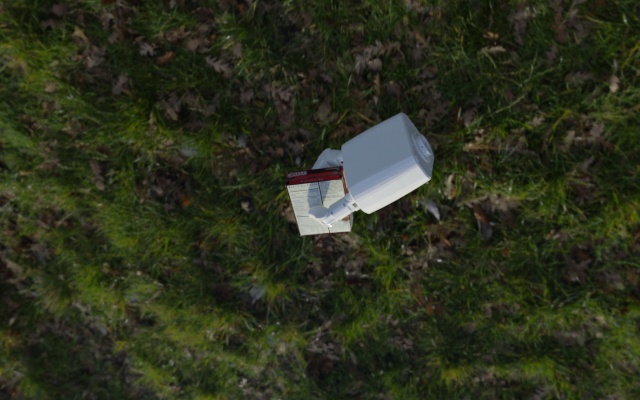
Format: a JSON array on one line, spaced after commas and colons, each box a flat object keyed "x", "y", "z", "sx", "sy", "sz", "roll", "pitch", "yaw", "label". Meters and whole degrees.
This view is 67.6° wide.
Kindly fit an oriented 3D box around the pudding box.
[{"x": 0.000, "y": 0.003, "z": 0.755, "sx": 0.090, "sy": 0.114, "sz": 0.039, "roll": -5, "pitch": 38, "yaw": 10, "label": "pudding box"}]
